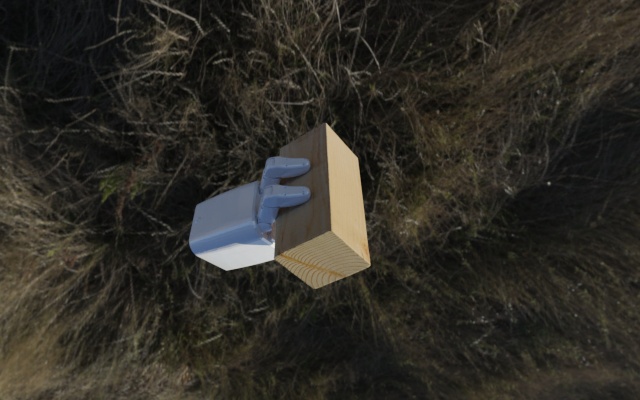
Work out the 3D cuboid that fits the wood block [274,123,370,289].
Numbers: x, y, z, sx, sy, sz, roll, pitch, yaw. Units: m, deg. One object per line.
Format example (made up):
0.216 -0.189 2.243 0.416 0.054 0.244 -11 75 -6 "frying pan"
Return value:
0.000 0.003 0.661 0.090 0.206 0.091 -27 -49 24 "wood block"
